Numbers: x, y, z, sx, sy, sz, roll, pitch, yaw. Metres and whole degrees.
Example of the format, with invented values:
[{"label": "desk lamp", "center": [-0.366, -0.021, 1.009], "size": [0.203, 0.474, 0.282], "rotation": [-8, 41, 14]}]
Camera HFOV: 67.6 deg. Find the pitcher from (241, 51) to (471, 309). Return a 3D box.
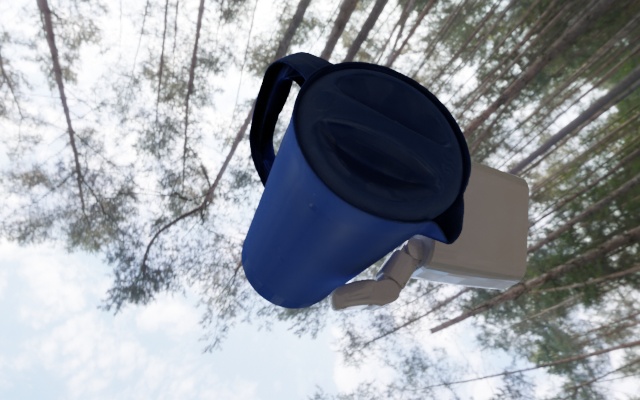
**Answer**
[{"label": "pitcher", "center": [0.000, 0.001, 0.418], "size": [0.145, 0.149, 0.243], "rotation": [10, -32, -17]}]
